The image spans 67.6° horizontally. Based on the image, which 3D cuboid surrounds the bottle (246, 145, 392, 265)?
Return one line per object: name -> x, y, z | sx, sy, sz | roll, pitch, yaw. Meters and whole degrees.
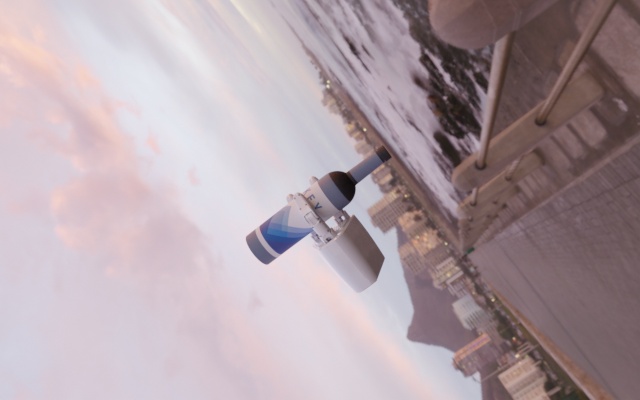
bottle -> 0.000, 0.003, 0.849 | 0.296, 0.069, 0.069 | -37, -7, 9
